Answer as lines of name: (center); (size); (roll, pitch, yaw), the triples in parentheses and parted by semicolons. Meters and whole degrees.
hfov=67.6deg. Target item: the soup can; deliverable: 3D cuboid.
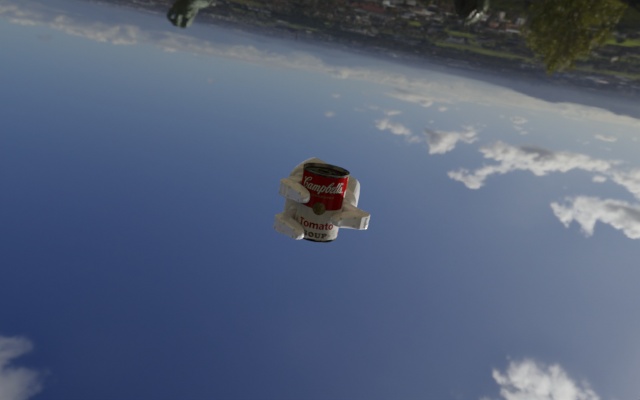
soup can: (0.000, 0.003, 0.698); (0.068, 0.102, 0.068); (10, 17, -3)
